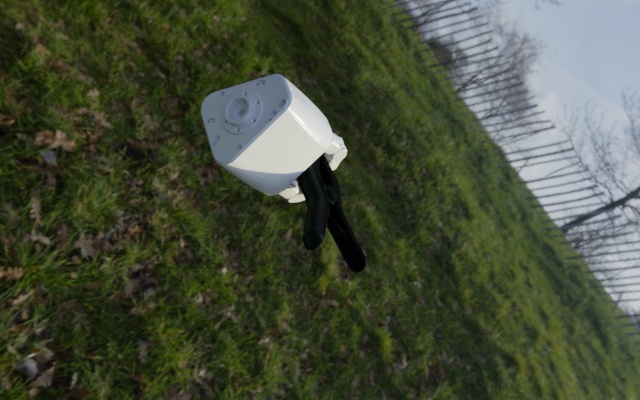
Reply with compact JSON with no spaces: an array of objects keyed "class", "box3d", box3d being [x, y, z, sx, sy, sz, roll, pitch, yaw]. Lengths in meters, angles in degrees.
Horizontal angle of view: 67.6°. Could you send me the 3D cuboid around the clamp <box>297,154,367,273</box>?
[{"class":"clamp","box3d":[0.001,0.002,0.578,0.039,0.171,0.120,-28,-24,15]}]
